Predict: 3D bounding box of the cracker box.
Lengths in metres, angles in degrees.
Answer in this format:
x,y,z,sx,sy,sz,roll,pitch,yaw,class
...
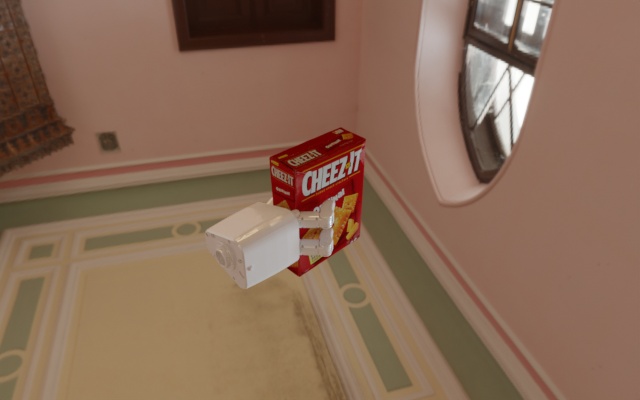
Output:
x,y,z,sx,sy,sz,roll,pitch,yaw,class
0.000,0.003,0.828,0.164,0.214,0.072,-28,43,-36,cracker box
